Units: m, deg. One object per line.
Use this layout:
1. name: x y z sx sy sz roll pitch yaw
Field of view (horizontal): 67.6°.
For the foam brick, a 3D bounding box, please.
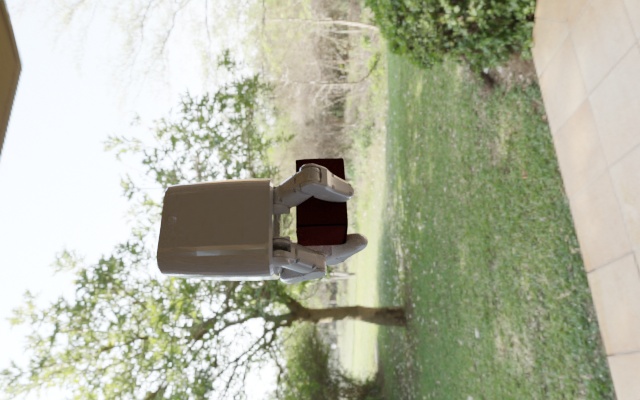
1. foam brick: 0.000 0.001 0.493 0.051 0.078 0.053 -2 -28 -1
